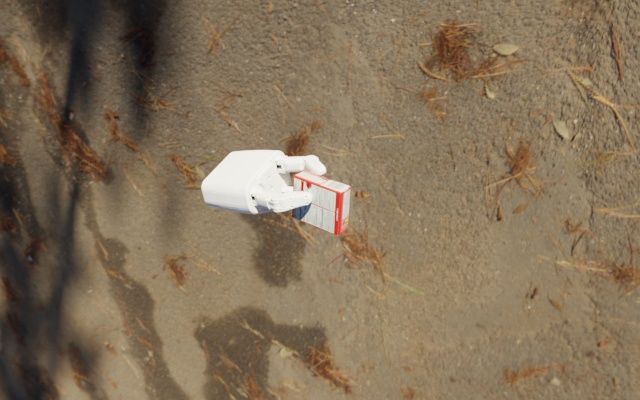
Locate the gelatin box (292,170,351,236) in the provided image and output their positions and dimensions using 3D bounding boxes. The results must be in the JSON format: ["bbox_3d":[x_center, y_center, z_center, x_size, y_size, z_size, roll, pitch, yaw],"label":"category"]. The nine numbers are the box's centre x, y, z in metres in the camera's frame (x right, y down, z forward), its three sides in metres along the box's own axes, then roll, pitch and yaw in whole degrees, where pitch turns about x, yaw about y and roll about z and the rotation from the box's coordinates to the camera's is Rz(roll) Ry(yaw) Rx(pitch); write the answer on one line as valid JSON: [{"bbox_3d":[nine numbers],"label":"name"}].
[{"bbox_3d":[0.000,0.003,0.709,0.089,0.073,0.030,21,34,30],"label":"gelatin box"}]
